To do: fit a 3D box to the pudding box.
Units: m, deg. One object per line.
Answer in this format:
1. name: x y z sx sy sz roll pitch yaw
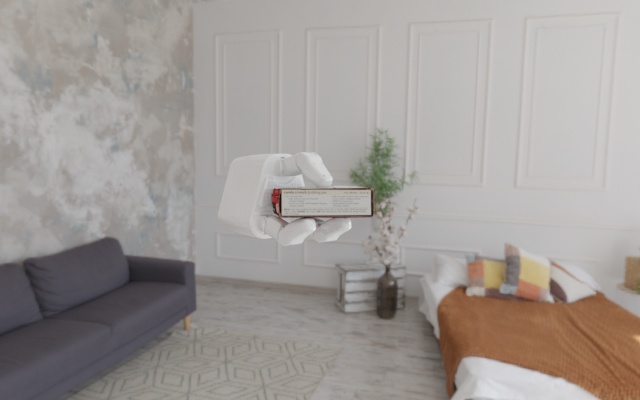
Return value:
1. pudding box: 0.000 0.002 0.585 0.113 0.039 0.090 -2 3 -10
